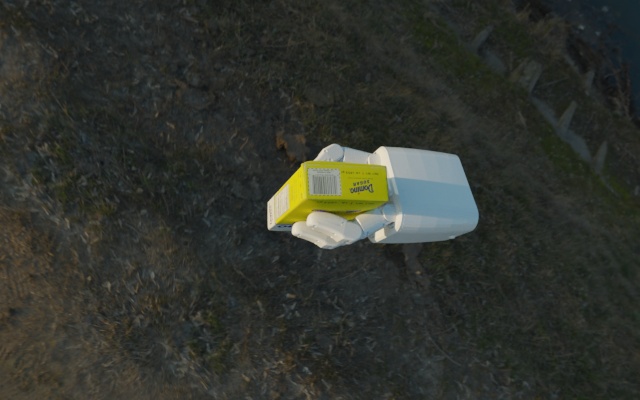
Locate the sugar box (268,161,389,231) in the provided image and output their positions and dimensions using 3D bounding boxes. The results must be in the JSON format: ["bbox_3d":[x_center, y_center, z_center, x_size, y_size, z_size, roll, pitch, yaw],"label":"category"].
[{"bbox_3d":[0.000,0.002,0.560,0.093,0.048,0.176,2,-17,-17],"label":"sugar box"}]
